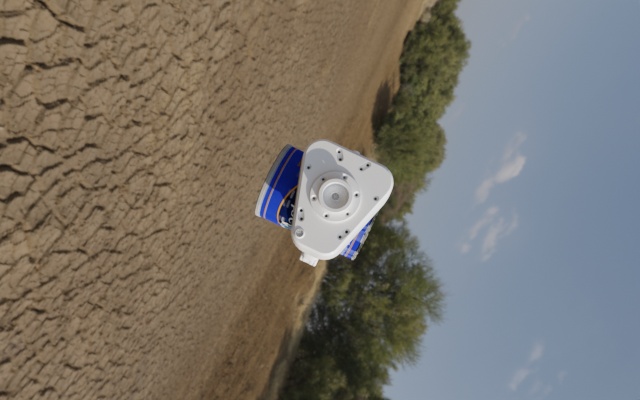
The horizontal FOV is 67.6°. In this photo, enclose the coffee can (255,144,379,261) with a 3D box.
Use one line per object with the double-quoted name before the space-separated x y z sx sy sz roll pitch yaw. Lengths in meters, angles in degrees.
"coffee can" 0.000 0.002 0.622 0.140 0.103 0.103 25 1 3
